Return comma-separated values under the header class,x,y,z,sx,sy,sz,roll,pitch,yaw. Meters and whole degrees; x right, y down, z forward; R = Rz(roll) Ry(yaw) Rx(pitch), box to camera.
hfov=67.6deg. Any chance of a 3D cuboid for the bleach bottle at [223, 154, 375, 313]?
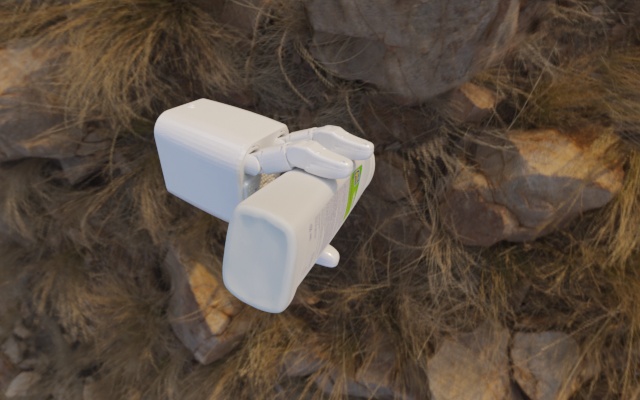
class,x,y,z,sx,sy,sz,roll,pitch,yaw
bleach bottle,0.000,0.002,0.490,0.068,0.103,0.250,22,30,16
